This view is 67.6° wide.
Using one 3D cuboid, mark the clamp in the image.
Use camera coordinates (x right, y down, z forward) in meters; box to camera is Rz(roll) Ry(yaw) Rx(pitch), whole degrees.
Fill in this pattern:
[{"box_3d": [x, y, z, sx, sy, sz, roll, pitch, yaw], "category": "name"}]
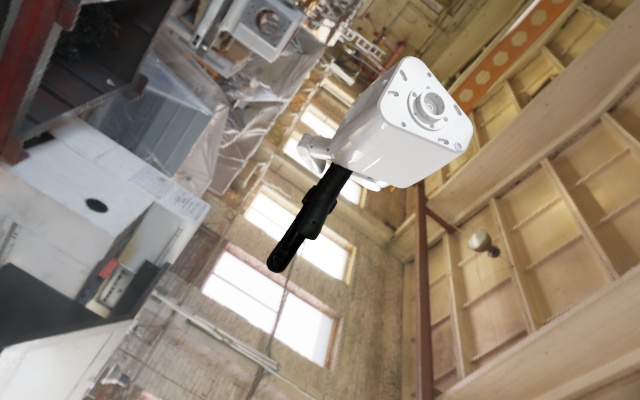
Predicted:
[{"box_3d": [0.001, 0.002, 0.549, 0.039, 0.171, 0.120, 36, -27, -11], "category": "clamp"}]
